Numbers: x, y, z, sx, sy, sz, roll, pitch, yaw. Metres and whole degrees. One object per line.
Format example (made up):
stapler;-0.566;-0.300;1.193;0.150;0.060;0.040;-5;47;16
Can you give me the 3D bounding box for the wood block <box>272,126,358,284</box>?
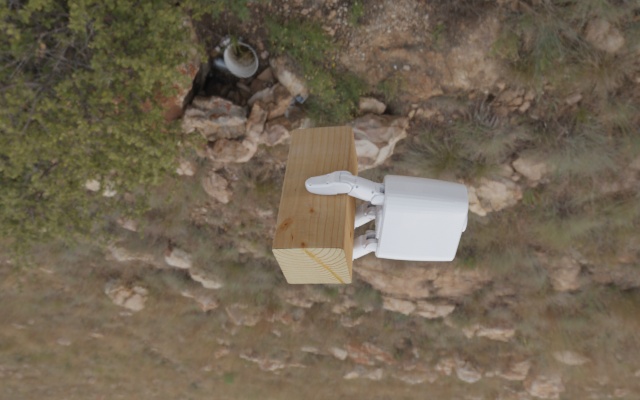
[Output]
wood block;0.000;0.002;0.664;0.090;0.206;0.091;-2;-38;11
